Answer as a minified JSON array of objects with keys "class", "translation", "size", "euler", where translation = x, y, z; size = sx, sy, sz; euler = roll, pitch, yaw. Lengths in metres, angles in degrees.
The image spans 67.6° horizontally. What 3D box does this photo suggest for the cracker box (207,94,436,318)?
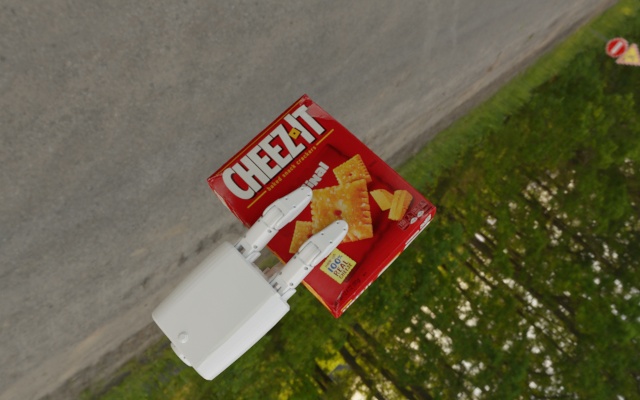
[{"class":"cracker box","translation":[0.000,0.002,0.560],"size":[0.213,0.164,0.072],"euler":[43,-12,15]}]
